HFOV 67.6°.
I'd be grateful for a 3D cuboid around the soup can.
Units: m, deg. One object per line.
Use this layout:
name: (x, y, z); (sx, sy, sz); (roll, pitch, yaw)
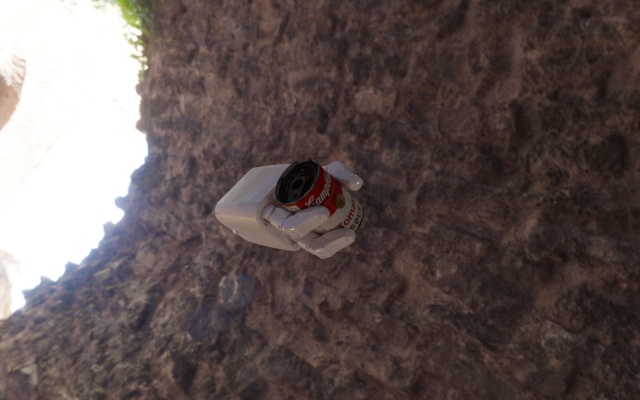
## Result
soup can: (0.001, 0.002, 0.607); (0.068, 0.068, 0.102); (0, -32, 44)
